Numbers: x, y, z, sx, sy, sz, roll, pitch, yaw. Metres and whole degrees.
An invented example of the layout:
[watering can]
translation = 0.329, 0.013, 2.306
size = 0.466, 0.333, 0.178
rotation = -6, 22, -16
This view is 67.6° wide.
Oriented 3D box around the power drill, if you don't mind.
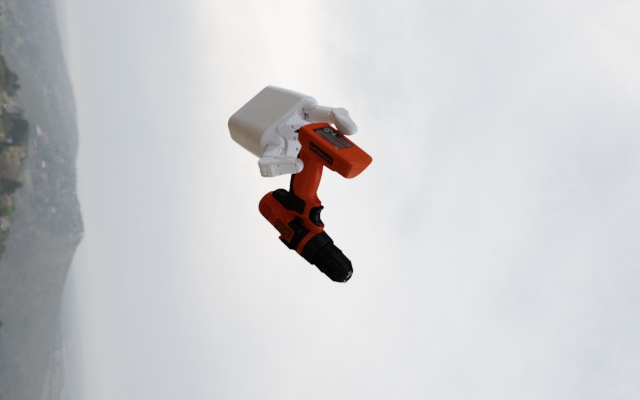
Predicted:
[power drill]
translation = 0.000, 0.002, 0.664
size = 0.184, 0.188, 0.057
rotation = 40, 35, 22
